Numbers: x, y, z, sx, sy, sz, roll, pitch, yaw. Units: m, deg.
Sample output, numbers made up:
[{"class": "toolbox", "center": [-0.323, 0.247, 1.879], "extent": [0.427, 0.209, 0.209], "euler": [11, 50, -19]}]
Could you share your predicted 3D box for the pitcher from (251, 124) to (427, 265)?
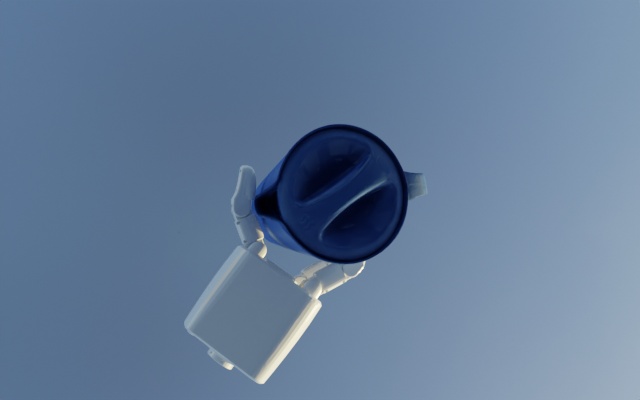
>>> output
[{"class": "pitcher", "center": [0.000, 0.002, 0.561], "extent": [0.149, 0.145, 0.243], "euler": [37, -13, -11]}]
